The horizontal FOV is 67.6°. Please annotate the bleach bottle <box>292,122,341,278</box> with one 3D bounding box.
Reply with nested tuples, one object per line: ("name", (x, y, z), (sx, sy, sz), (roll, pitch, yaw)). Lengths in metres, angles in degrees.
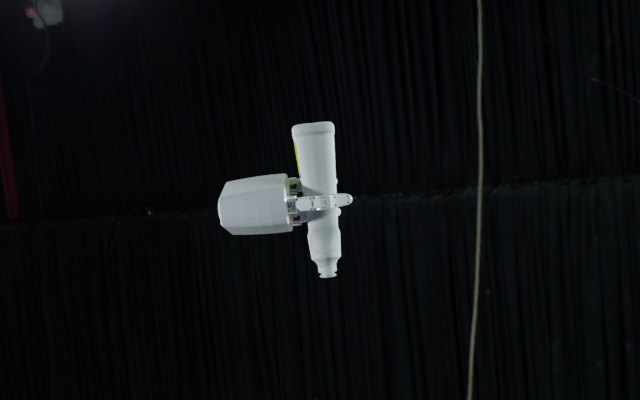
("bleach bottle", (0.000, 0.003, 0.785), (0.068, 0.251, 0.102), (-6, 4, 0))
